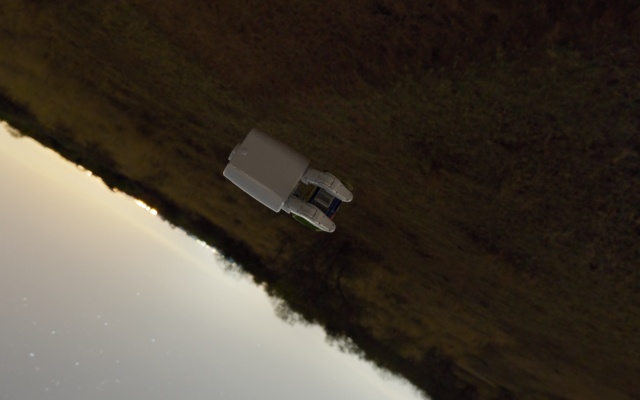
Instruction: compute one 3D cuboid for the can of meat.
[{"bbox_3d":[0.000,0.003,0.791,0.057,0.084,0.102,34,-11,-8],"label":"can of meat"}]
